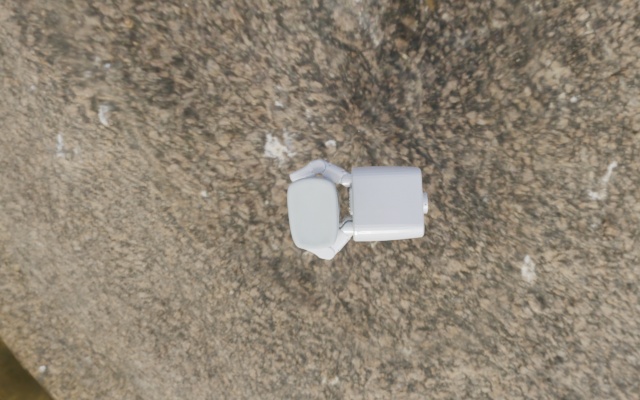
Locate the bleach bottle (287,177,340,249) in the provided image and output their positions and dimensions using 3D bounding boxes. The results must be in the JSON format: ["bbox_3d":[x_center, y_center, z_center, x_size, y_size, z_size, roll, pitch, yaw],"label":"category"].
[{"bbox_3d":[0.000,0.003,0.759,0.068,0.102,0.251,-3,8,5],"label":"bleach bottle"}]
